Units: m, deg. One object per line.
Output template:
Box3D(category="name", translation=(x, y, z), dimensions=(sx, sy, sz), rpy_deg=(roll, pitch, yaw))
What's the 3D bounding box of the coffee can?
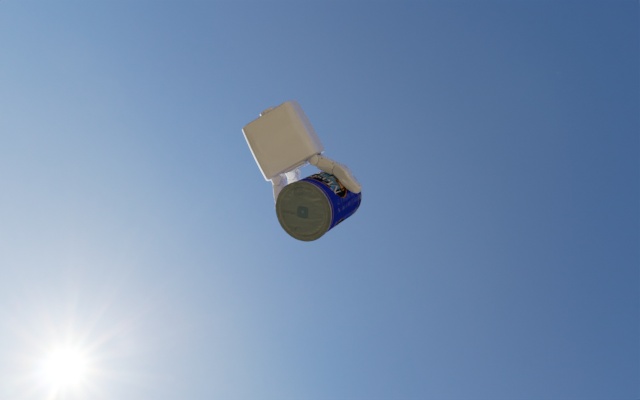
Box3D(category="coffee can", translation=(0.000, 0.003, 0.842), dimensions=(0.103, 0.103, 0.140), rpy_deg=(0, 14, 26))
